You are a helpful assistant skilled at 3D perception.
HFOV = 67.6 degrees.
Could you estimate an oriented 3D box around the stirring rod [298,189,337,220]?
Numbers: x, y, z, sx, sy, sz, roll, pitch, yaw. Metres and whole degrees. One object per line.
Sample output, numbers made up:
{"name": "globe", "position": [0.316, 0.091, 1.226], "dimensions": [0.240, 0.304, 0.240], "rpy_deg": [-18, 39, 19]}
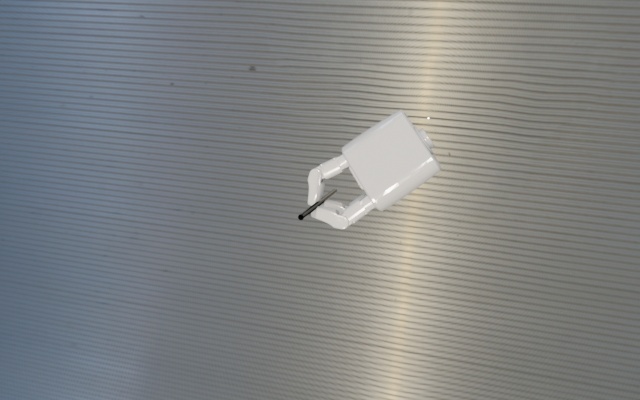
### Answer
{"name": "stirring rod", "position": [0.000, 0.002, 0.749], "dimensions": [0.011, 0.011, 0.239], "rpy_deg": [0, 10, 13]}
